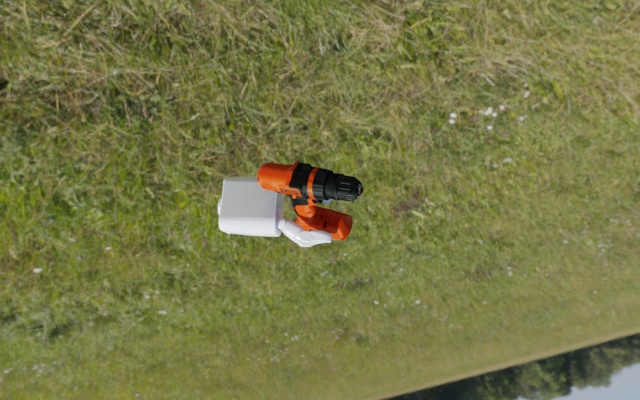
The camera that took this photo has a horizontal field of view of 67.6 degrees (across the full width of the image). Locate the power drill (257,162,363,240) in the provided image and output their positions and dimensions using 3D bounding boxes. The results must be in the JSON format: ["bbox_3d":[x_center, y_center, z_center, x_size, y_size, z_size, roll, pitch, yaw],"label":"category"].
[{"bbox_3d":[0.000,0.003,0.835,0.184,0.057,0.188,12,-27,24],"label":"power drill"}]
